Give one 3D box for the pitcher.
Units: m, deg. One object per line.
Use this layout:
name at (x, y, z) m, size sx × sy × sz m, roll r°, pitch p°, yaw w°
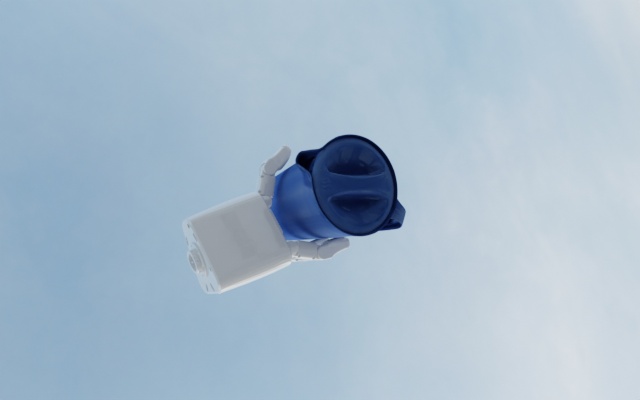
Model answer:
pitcher at (0.000, 0.002, 0.712) m, size 0.145 × 0.149 × 0.243 m, roll -23°, pitch 3°, yaw -30°
